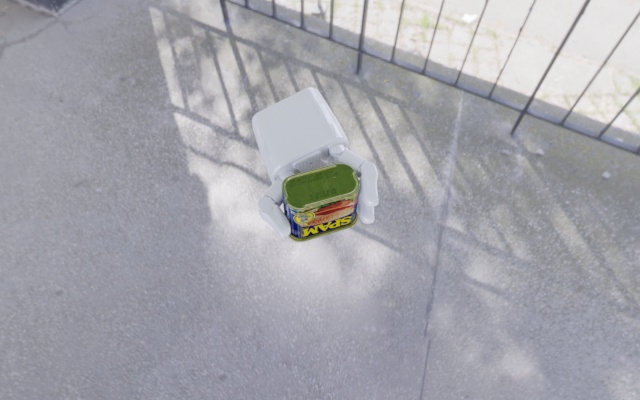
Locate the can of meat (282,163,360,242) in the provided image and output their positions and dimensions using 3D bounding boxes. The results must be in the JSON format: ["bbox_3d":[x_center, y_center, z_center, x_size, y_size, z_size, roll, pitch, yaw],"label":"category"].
[{"bbox_3d":[0.000,0.002,0.624,0.102,0.057,0.084,-16,-30,-10],"label":"can of meat"}]
